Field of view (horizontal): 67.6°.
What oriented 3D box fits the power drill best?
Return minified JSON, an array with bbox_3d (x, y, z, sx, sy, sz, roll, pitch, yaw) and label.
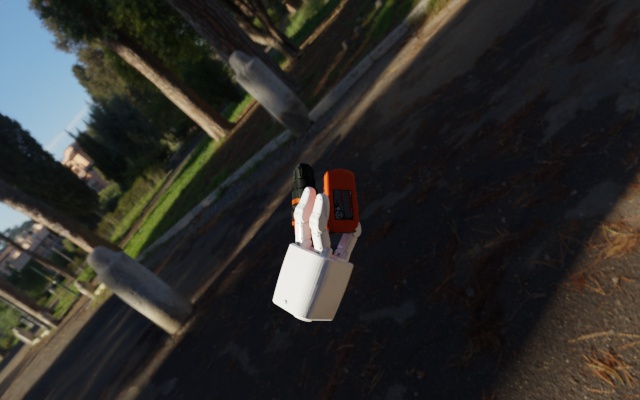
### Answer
[{"bbox_3d":[0.000,0.003,0.860,0.057,0.184,0.188,-2,-11,-22],"label":"power drill"}]
